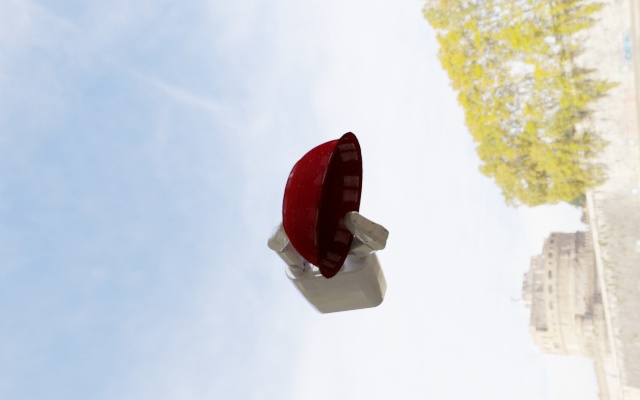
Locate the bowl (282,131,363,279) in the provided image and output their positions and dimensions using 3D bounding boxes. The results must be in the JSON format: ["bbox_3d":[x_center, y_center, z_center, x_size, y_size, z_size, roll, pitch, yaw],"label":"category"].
[{"bbox_3d":[0.000,0.001,0.530,0.055,0.162,0.162,9,3,18],"label":"bowl"}]
